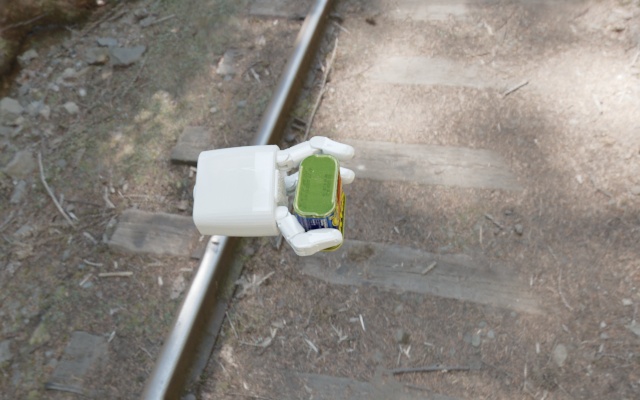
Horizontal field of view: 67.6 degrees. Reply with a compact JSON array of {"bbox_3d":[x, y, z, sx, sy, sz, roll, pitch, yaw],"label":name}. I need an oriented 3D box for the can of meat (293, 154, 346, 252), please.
[{"bbox_3d":[0.000,0.002,0.622,0.057,0.102,0.084,0,-35,9],"label":"can of meat"}]
